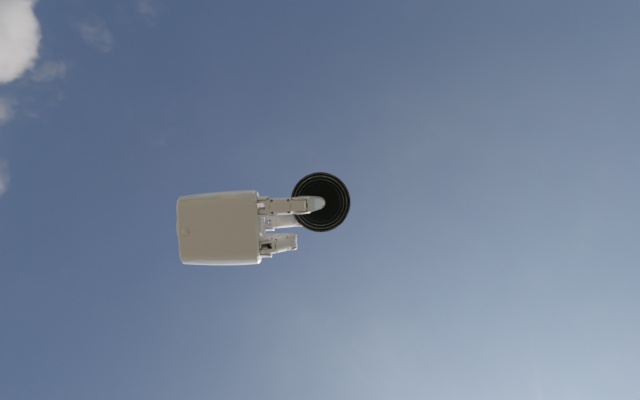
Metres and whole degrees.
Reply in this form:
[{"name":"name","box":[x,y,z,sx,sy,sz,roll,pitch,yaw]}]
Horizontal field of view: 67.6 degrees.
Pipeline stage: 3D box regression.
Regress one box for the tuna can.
[{"name":"tuna can","box":[0.000,0.002,0.695,0.086,0.086,0.034,0,1,1]}]
